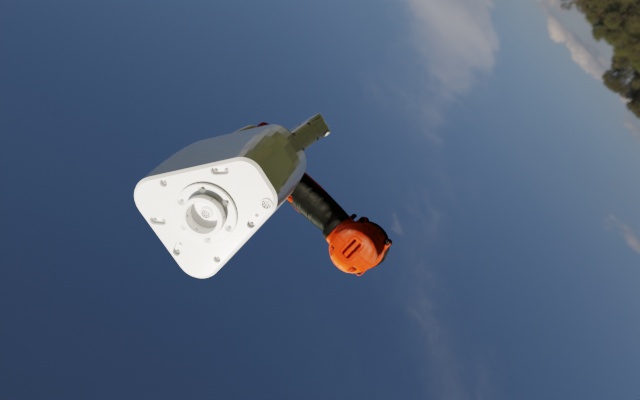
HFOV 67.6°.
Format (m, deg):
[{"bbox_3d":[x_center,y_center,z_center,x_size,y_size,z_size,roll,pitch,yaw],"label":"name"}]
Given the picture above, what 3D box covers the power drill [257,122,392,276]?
[{"bbox_3d":[0.000,0.001,0.527,0.187,0.057,0.184,42,4,11],"label":"power drill"}]
